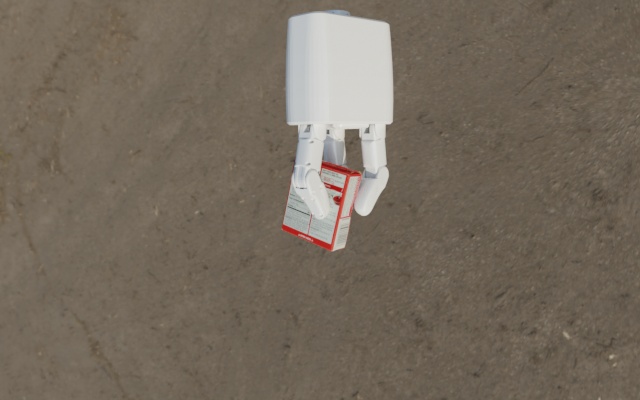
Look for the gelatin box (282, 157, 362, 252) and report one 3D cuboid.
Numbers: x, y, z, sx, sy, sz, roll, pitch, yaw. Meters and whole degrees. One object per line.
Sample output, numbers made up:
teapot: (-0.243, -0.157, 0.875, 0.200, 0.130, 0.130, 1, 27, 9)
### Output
gelatin box: (0.000, 0.002, 0.526, 0.073, 0.089, 0.030, 20, 15, 32)
